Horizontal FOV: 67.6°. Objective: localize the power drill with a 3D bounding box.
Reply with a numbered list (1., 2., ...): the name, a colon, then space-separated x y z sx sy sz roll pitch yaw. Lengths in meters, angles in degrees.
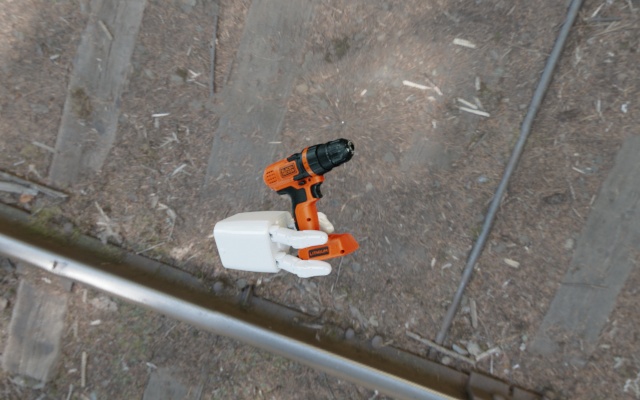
1. power drill: 0.000 0.003 0.801 0.184 0.187 0.057 -18 -1 38
